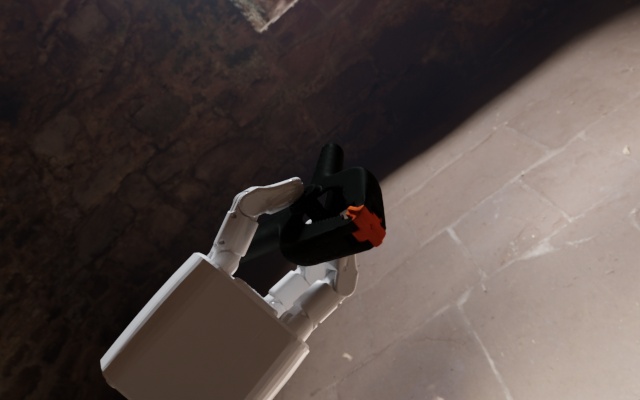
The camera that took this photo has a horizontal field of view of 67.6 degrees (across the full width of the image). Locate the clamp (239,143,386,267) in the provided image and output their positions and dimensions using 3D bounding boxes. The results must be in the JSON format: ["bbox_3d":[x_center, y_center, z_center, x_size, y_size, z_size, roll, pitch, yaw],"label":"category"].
[{"bbox_3d":[0.000,0.001,0.408,0.036,0.164,0.210,48,-19,-19],"label":"clamp"}]
